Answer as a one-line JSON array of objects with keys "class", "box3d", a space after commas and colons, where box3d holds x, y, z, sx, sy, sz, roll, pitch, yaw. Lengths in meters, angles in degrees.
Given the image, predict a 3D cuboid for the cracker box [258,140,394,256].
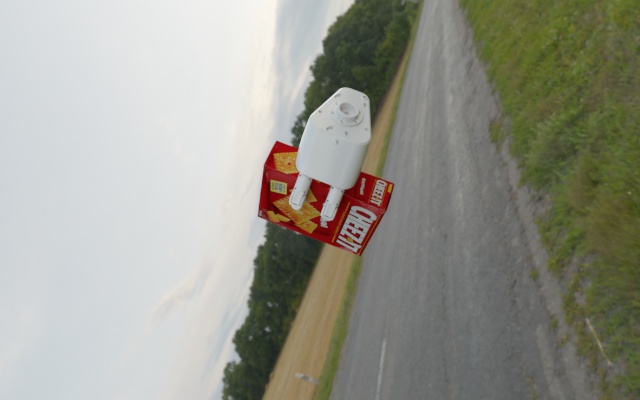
[{"class": "cracker box", "box3d": [0.000, 0.003, 0.845, 0.213, 0.072, 0.164, 21, -35, 2]}]
